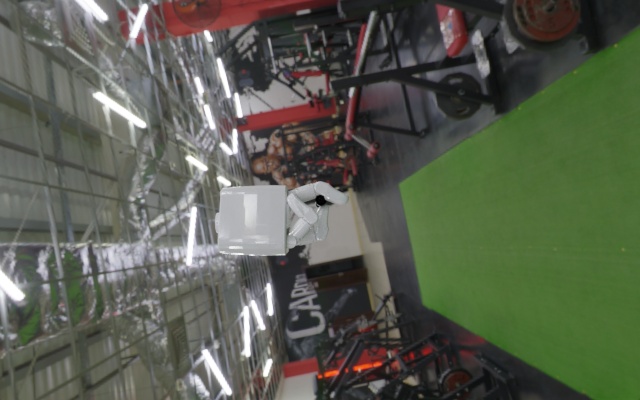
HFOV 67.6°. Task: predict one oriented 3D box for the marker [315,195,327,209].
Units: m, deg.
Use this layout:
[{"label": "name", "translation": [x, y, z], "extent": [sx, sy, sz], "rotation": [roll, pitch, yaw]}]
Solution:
[{"label": "marker", "translation": [0.000, 0.003, 0.837], "extent": [0.020, 0.020, 0.121], "rotation": [0, -3, -1]}]
